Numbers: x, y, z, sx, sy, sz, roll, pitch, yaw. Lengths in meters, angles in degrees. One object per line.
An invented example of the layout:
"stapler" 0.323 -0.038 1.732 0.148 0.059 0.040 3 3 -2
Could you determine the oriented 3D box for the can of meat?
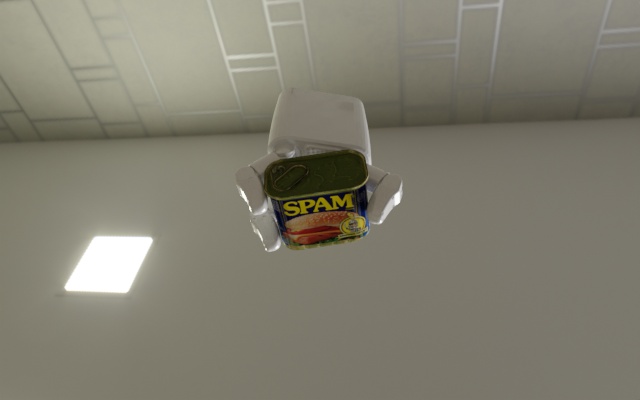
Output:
"can of meat" 0.000 0.002 0.494 0.102 0.057 0.084 -8 -45 2
